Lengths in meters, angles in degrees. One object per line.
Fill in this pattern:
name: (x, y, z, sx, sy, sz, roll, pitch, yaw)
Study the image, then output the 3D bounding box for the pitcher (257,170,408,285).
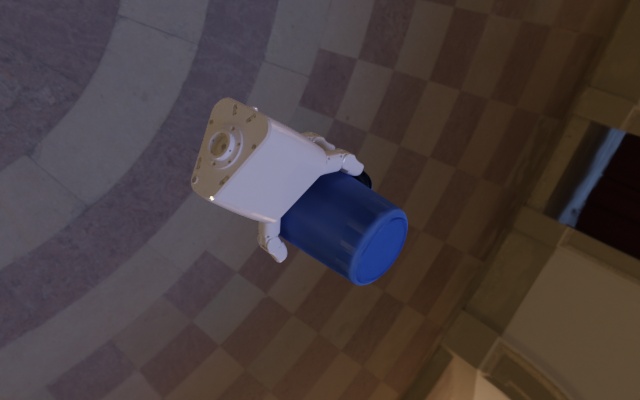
pitcher: (0.000, 0.002, 0.648, 0.242, 0.149, 0.145, 32, 2, 34)
